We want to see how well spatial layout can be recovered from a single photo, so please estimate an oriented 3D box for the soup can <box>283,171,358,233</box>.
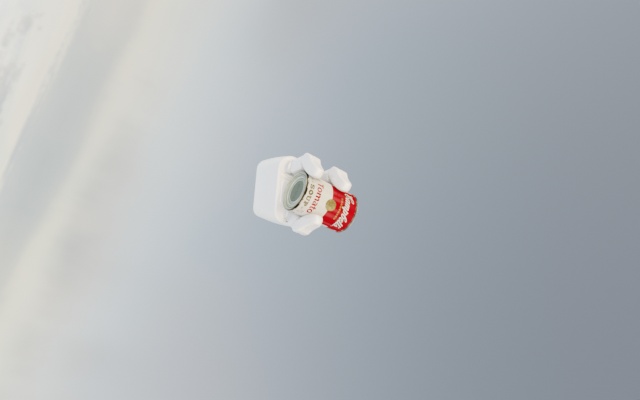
[{"bbox_3d":[0.000,0.003,0.761,0.102,0.068,0.068,25,-13,-29],"label":"soup can"}]
